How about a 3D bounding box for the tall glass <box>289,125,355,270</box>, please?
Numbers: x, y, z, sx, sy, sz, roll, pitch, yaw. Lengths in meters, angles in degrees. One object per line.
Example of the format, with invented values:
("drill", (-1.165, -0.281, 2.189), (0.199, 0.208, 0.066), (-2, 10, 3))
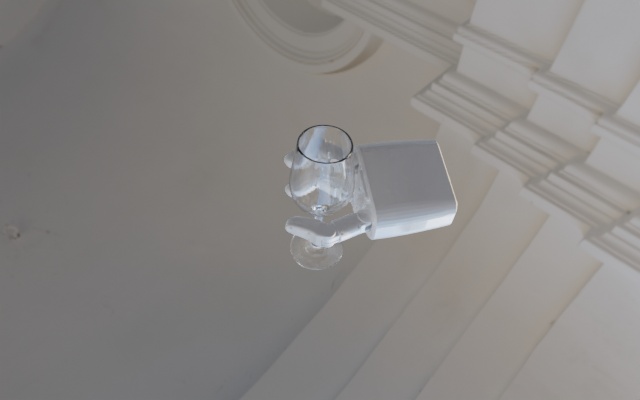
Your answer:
("tall glass", (0.000, 0.002, 0.592), (0.079, 0.079, 0.201), (0, -40, -3))
